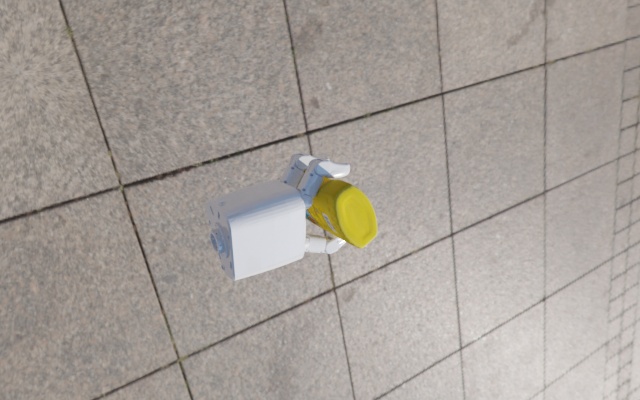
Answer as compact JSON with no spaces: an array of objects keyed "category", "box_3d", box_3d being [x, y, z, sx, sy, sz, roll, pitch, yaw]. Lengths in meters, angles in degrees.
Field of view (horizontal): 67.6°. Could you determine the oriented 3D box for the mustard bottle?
[{"category":"mustard bottle","box_3d":[0.001,0.002,0.705,0.058,0.096,0.191,-41,30,-17]}]
